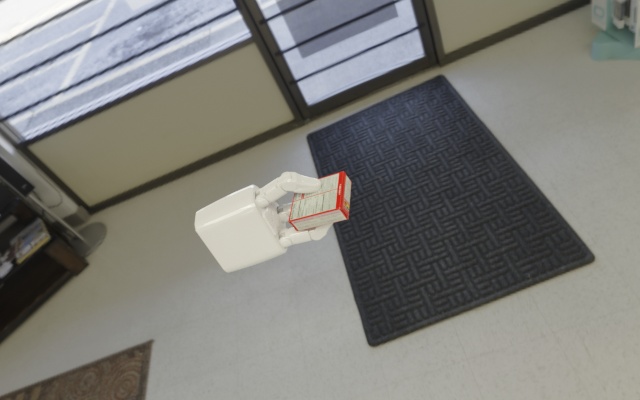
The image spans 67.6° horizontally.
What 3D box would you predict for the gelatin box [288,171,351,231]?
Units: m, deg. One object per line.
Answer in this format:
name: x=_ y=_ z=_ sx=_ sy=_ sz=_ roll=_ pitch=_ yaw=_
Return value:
gelatin box: x=0.000 y=0.002 z=0.712 sx=0.089 sy=0.073 sz=0.030 roll=-16 pitch=-46 yaw=25
